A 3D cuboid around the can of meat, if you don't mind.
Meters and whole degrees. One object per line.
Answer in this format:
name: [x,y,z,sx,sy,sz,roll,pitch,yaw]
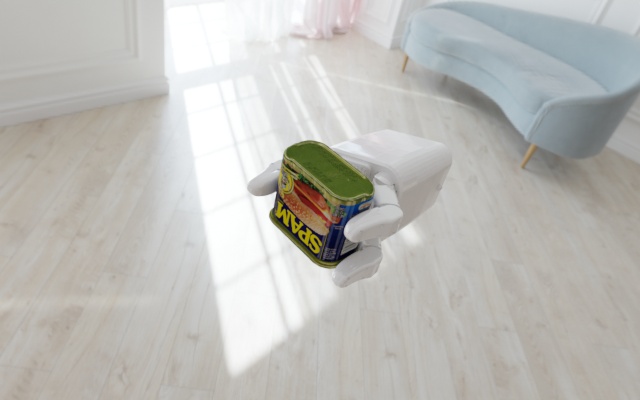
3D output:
can of meat: [0.000,0.001,0.469,0.057,0.084,0.102,-22,50,-38]
